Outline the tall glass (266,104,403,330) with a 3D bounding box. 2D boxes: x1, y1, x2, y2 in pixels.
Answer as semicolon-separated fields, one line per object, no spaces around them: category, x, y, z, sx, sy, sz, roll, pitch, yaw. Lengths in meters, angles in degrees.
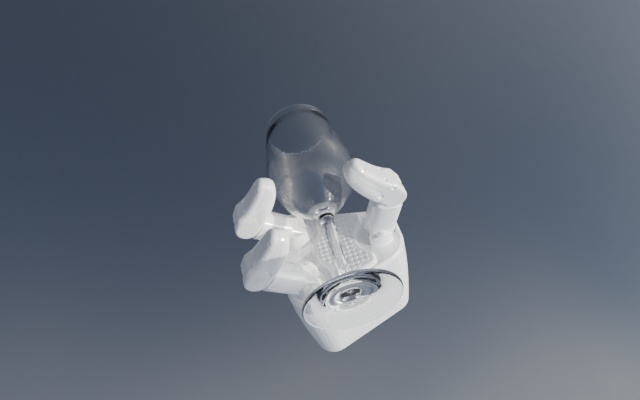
tall glass;0.000;0.002;0.401;0.079;0.201;0.079;-10;-42;-9
